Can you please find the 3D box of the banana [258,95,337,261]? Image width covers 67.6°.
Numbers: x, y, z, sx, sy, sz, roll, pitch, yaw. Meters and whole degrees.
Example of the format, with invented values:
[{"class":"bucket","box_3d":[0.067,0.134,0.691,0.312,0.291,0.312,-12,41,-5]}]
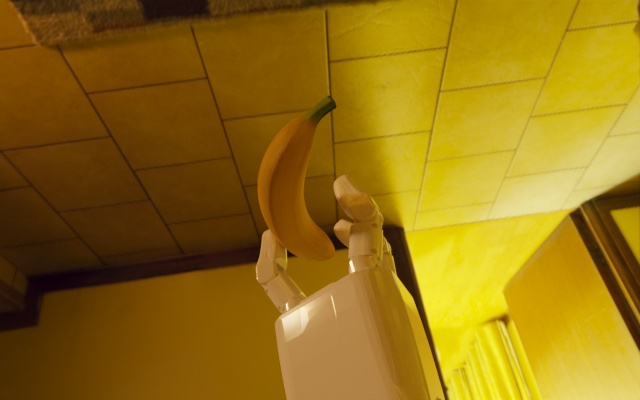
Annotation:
[{"class":"banana","box_3d":[-0.018,0.003,0.414,0.069,0.037,0.198,-12,-39,-10]}]
